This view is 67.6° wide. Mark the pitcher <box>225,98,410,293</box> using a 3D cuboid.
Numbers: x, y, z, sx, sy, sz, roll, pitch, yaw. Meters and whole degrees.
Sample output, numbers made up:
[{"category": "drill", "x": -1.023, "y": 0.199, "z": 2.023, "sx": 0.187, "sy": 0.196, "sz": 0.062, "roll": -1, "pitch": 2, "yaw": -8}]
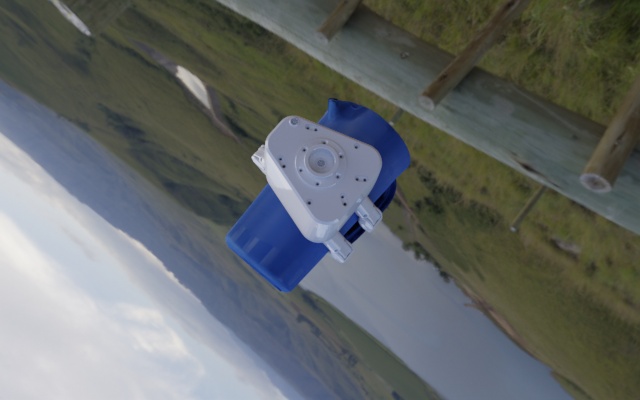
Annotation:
[{"category": "pitcher", "x": 0.000, "y": 0.002, "z": 0.626, "sx": 0.149, "sy": 0.243, "sz": 0.145, "roll": 40, "pitch": -12, "yaw": 3}]
